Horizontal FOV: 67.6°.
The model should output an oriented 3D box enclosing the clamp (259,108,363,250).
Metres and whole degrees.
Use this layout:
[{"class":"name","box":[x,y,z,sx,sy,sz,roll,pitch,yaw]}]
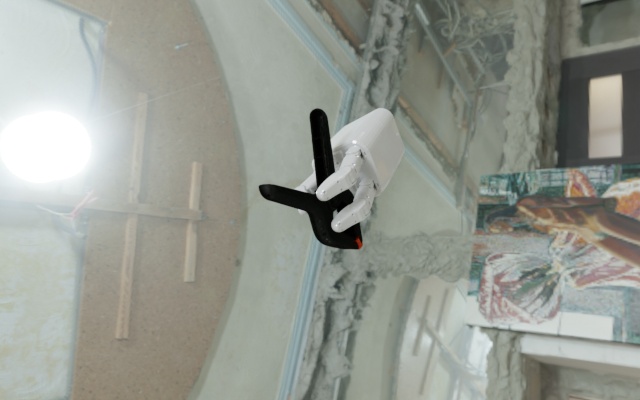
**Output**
[{"class":"clamp","box":[0.000,0.002,0.659,0.036,0.210,0.164,-1,37,38]}]
